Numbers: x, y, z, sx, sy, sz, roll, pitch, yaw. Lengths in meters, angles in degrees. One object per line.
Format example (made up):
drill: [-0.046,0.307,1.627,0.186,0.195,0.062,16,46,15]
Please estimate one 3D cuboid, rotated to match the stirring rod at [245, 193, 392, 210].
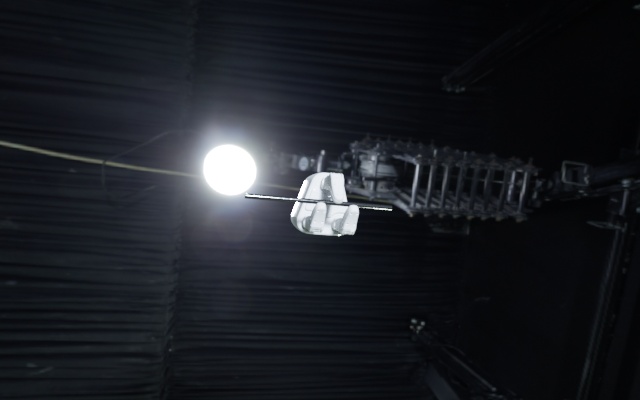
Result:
stirring rod: [0.000,0.002,0.766,0.239,0.011,0.011,5,-1,-12]
